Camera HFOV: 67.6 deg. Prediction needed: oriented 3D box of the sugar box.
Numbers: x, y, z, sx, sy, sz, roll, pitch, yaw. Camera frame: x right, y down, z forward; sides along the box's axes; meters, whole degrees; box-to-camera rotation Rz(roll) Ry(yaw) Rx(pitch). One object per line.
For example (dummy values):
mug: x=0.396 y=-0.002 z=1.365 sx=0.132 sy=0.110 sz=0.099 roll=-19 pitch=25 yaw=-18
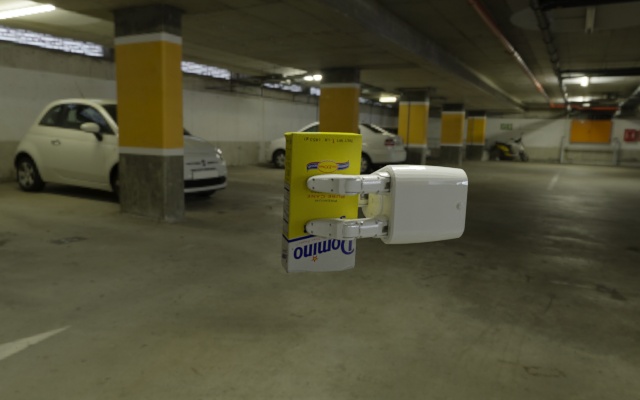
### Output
sugar box: x=0.000 y=0.002 z=0.609 sx=0.093 sy=0.176 sz=0.048 roll=-1 pitch=8 yaw=-16
